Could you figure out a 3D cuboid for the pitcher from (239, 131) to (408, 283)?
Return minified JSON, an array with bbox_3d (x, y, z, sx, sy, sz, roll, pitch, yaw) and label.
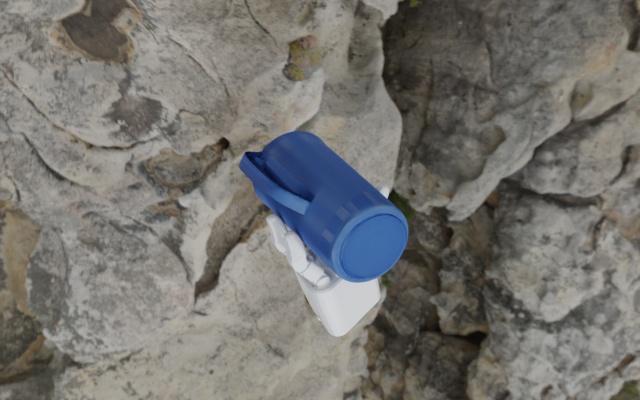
[{"bbox_3d":[0.000,0.002,0.649,0.149,0.145,0.242,-26,36,-15],"label":"pitcher"}]
